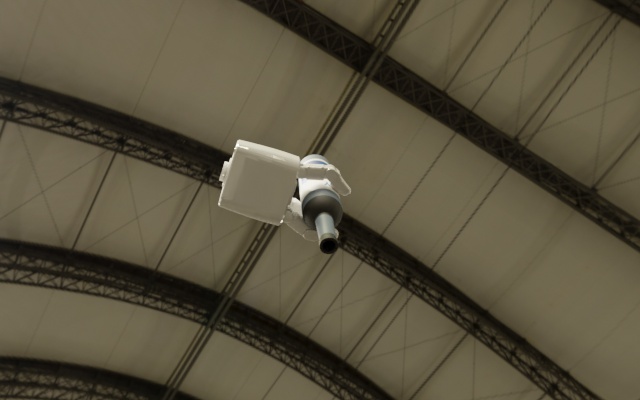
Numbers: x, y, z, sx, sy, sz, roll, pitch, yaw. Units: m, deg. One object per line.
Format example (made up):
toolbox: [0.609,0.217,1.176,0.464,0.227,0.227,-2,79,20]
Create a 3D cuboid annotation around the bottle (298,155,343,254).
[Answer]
bottle: [0.000,0.003,0.806,0.069,0.069,0.295,0,25,-5]
